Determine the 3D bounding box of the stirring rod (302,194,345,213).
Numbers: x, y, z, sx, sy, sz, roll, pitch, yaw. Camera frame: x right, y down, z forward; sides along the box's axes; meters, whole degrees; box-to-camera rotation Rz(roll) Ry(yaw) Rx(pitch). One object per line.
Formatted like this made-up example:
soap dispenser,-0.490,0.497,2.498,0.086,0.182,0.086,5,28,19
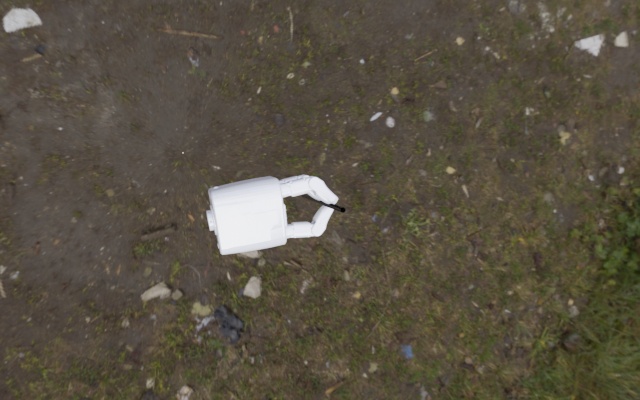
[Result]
stirring rod,0.000,0.003,0.821,0.011,0.011,0.239,0,5,-16
